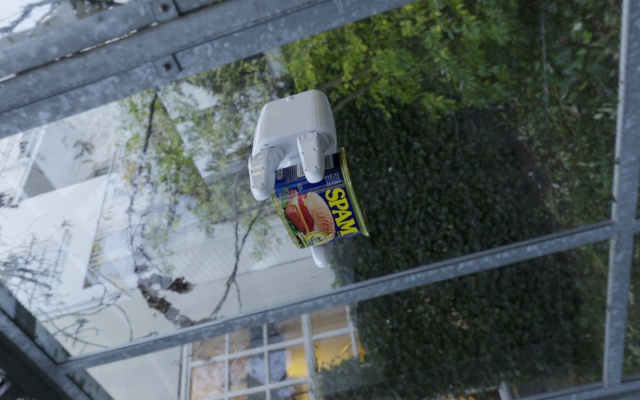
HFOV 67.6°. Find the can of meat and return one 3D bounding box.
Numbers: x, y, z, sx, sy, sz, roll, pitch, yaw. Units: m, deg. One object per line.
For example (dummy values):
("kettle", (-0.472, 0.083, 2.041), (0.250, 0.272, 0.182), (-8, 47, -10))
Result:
("can of meat", (0.000, 0.002, 0.520), (0.084, 0.102, 0.057), (-15, 41, 9))
